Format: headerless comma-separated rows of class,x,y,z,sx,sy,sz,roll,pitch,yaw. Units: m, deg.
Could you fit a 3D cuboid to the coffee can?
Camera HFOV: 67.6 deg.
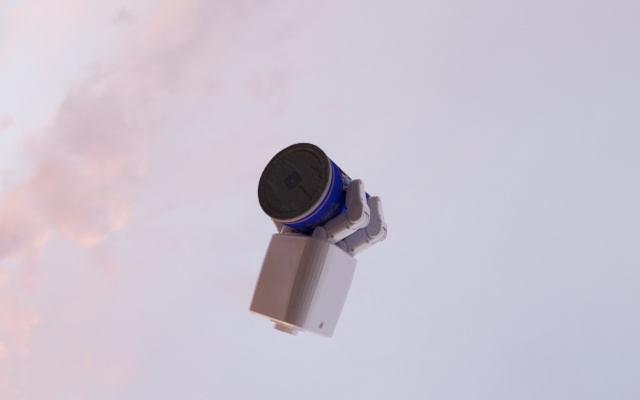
coffee can,0.000,0.002,0.623,0.103,0.102,0.140,0,-22,32
